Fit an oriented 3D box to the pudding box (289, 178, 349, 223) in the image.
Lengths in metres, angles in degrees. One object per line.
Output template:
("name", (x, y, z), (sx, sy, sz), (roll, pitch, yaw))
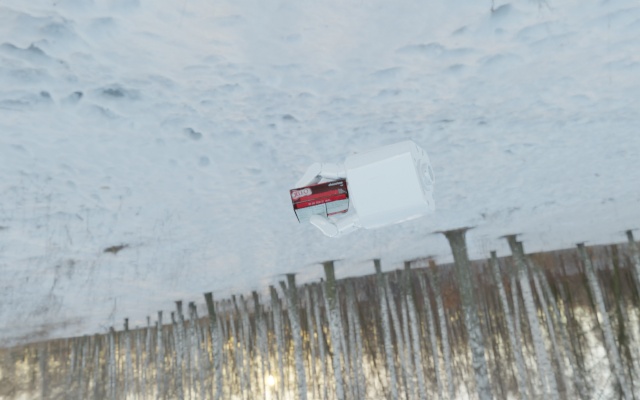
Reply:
("pudding box", (0.000, 0.003, 0.781), (0.090, 0.039, 0.113), (-11, -16, -1))
